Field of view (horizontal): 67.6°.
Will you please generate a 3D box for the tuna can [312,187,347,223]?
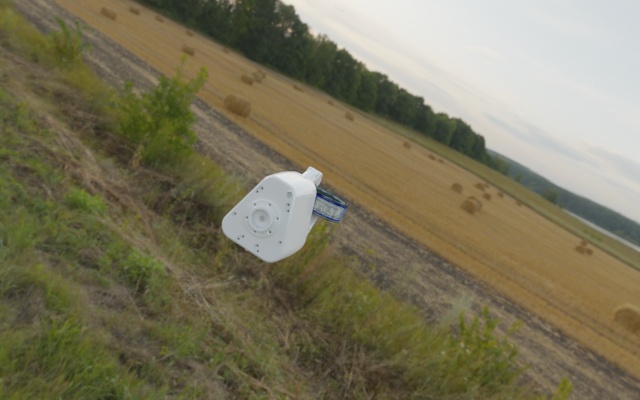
[{"bbox_3d":[0.000,0.002,0.782,0.086,0.034,0.086,27,7,-3],"label":"tuna can"}]
